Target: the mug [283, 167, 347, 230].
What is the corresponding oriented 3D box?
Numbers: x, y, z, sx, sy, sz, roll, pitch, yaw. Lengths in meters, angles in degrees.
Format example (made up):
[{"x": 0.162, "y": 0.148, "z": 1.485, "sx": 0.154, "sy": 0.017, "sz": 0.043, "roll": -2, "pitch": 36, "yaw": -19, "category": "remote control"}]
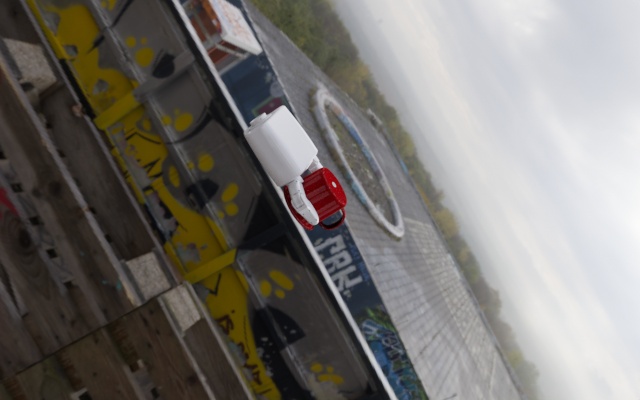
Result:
[{"x": 0.001, "y": 0.004, "z": 0.855, "sx": 0.081, "sy": 0.117, "sz": 0.093, "roll": -31, "pitch": 19, "yaw": 17, "category": "mug"}]
